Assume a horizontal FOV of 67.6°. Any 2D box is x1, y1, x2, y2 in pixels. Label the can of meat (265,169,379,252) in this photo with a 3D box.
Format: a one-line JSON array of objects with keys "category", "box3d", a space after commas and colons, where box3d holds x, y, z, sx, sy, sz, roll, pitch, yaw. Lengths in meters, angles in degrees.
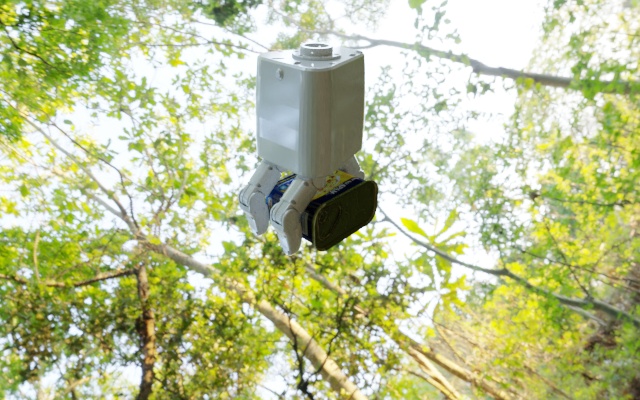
[{"category": "can of meat", "box3d": [0.000, 0.002, 0.533, 0.084, 0.057, 0.102, 26, 40, 37]}]
